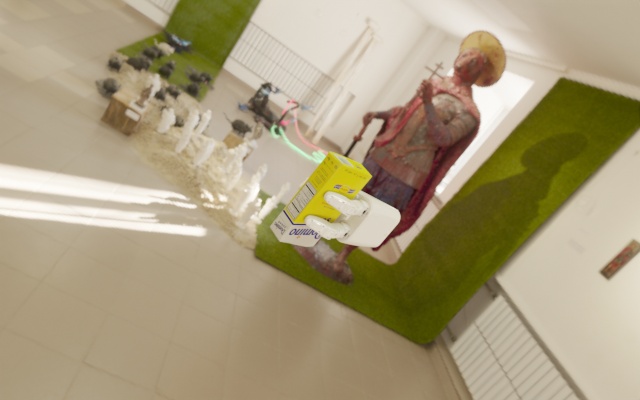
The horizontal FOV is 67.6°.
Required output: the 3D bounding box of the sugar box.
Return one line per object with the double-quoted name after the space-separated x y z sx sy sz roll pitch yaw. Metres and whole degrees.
0.001 0.003 0.829 0.093 0.176 0.048 16 27 -49 "sugar box"
